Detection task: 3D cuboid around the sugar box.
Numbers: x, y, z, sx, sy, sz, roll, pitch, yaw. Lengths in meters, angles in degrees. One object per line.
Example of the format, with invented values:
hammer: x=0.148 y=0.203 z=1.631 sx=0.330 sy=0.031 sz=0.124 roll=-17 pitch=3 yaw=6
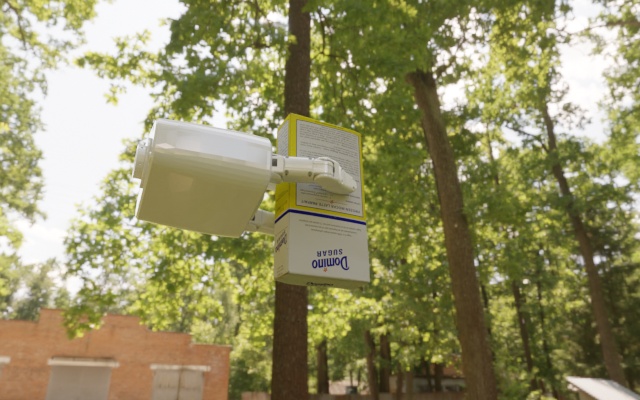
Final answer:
sugar box: x=0.000 y=0.002 z=0.507 sx=0.093 sy=0.176 sz=0.048 roll=11 pitch=-24 yaw=-25
